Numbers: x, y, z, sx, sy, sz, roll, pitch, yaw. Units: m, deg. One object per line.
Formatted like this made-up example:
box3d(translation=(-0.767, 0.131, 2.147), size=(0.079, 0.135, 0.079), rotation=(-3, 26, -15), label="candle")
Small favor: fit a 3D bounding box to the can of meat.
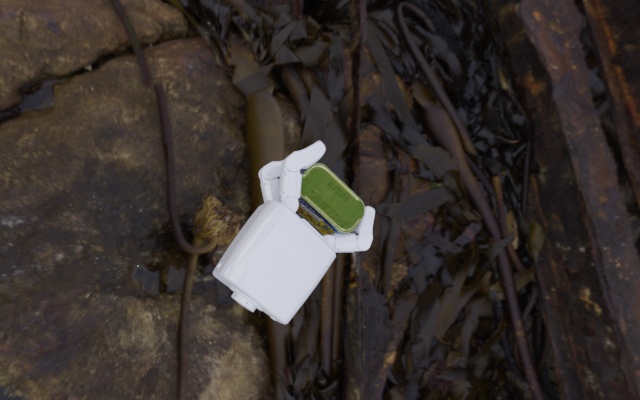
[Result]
box3d(translation=(0.000, 0.002, 0.626), size=(0.102, 0.057, 0.084), rotation=(42, -19, -11), label="can of meat")
